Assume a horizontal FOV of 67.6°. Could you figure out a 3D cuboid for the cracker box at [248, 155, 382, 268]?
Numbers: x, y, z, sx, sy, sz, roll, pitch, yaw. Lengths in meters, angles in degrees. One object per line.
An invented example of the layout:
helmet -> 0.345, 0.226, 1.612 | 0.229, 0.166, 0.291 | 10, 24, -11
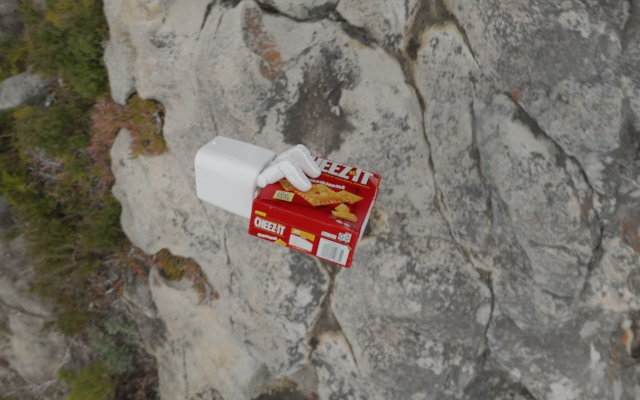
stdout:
cracker box -> 0.000, 0.003, 0.780 | 0.164, 0.072, 0.213 | 18, 30, 8
